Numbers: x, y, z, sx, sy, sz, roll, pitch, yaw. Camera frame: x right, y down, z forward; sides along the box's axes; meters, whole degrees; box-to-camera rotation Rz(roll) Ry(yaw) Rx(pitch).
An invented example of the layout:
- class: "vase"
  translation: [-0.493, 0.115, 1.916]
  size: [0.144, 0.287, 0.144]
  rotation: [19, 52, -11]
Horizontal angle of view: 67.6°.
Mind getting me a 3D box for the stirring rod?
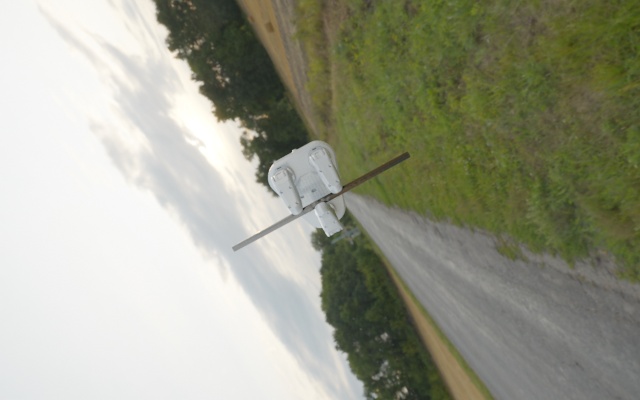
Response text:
- class: "stirring rod"
  translation: [0.000, 0.002, 0.576]
  size: [0.239, 0.011, 0.011]
  rotation: [-28, -1, 2]
